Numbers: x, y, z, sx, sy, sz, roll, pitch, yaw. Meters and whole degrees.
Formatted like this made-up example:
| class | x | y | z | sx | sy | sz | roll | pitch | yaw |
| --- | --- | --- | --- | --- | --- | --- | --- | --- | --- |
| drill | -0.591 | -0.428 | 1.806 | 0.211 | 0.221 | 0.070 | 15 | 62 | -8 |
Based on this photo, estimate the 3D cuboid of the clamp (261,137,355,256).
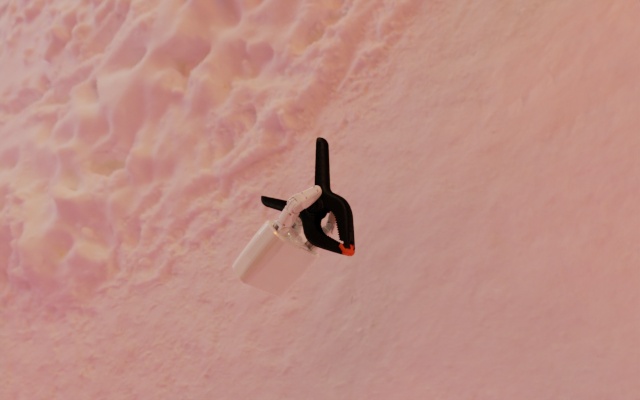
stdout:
| class | x | y | z | sx | sy | sz | roll | pitch | yaw |
| --- | --- | --- | --- | --- | --- | --- | --- | --- | --- |
| clamp | 0.000 | 0.003 | 0.805 | 0.210 | 0.164 | 0.036 | 47 | 16 | 32 |
